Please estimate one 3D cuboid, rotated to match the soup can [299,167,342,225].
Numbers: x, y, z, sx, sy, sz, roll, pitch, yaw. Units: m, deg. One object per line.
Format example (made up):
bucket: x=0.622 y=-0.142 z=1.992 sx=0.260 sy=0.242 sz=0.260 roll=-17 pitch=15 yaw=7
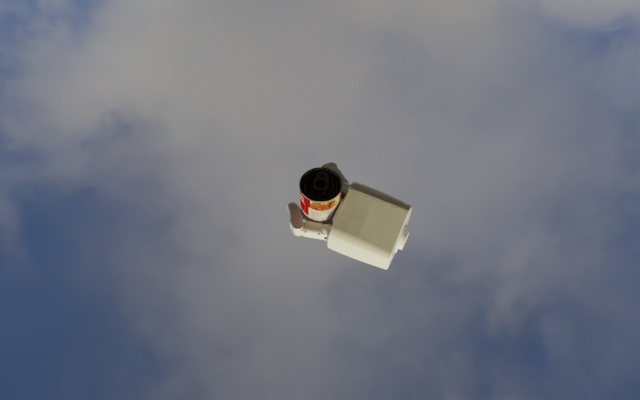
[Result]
soup can: x=0.000 y=0.003 z=0.791 sx=0.068 sy=0.068 sz=0.102 roll=0 pitch=-34 yaw=0
